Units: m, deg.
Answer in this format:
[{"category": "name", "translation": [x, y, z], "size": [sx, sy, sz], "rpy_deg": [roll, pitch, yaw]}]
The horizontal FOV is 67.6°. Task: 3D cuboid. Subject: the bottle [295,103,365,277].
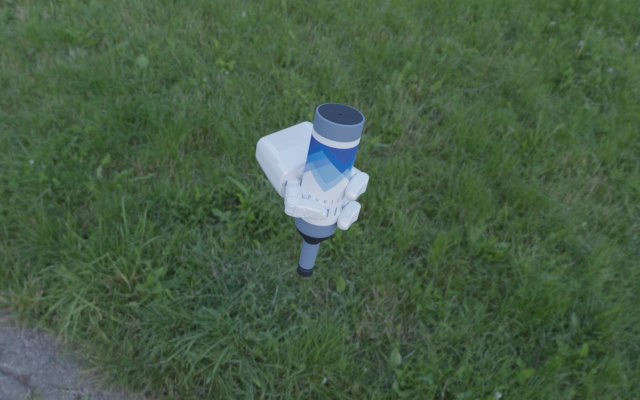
[{"category": "bottle", "translation": [0.000, 0.002, 0.719], "size": [0.069, 0.296, 0.069], "rpy_deg": [8, 35, -6]}]
